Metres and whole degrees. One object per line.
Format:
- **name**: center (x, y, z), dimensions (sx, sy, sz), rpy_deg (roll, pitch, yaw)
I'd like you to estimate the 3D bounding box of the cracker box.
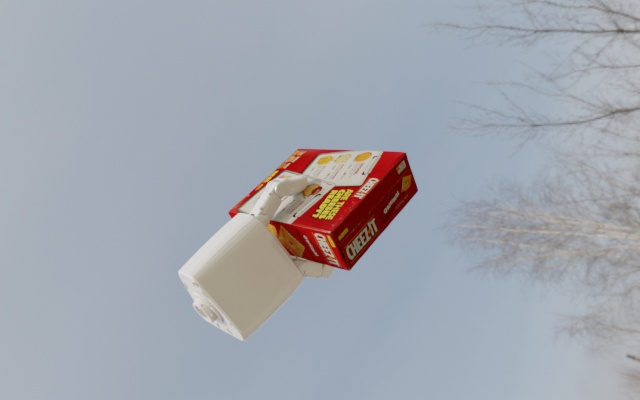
- **cracker box**: center (0.000, 0.002, 0.660), dimensions (0.213, 0.072, 0.164), rpy_deg (9, 45, 46)
